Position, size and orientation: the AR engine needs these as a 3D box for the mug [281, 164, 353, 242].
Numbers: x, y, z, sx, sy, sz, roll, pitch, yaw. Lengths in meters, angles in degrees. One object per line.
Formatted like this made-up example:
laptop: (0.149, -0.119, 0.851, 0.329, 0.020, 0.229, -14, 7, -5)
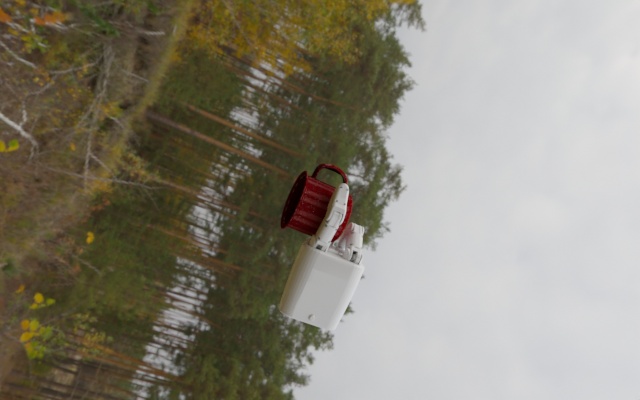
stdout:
mug: (0.001, 0.001, 0.717, 0.081, 0.117, 0.093, 22, 4, -14)
